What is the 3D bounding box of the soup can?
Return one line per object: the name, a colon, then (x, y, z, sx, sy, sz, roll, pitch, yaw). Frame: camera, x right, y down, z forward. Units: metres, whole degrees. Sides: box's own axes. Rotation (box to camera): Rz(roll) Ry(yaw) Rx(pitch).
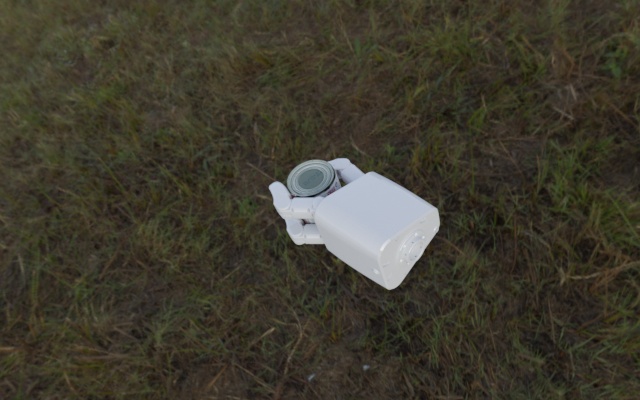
soup can: (0.000, 0.002, 0.658, 0.068, 0.068, 0.102, 0, -39, 20)
